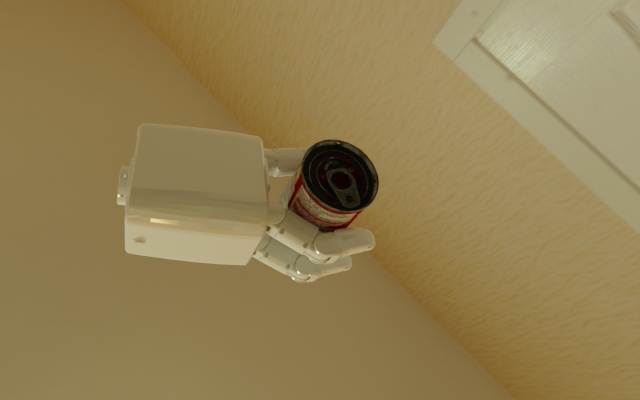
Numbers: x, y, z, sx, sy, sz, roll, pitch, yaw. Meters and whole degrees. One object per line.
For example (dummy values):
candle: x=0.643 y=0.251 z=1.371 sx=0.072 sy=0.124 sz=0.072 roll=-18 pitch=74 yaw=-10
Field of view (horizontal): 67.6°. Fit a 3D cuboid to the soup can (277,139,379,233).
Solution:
soup can: x=0.000 y=0.001 z=0.430 sx=0.068 sy=0.068 sz=0.102 roll=0 pitch=-27 yaw=-22
